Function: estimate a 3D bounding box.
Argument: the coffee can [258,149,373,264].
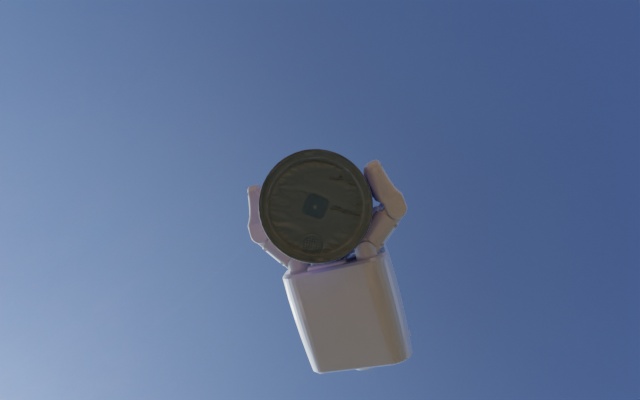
[{"bbox_3d":[0.000,0.001,0.492,0.103,0.103,0.140,0,3,4],"label":"coffee can"}]
